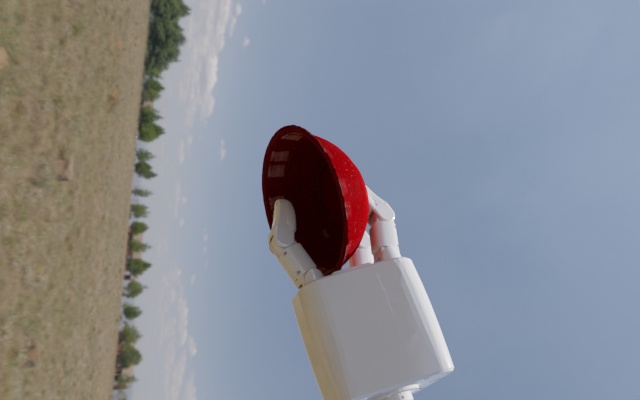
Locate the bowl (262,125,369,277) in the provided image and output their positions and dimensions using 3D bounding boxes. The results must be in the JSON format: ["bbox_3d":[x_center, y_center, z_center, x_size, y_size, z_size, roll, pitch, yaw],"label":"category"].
[{"bbox_3d":[0.000,0.000,0.487,0.055,0.162,0.162,-13,7,-31],"label":"bowl"}]
